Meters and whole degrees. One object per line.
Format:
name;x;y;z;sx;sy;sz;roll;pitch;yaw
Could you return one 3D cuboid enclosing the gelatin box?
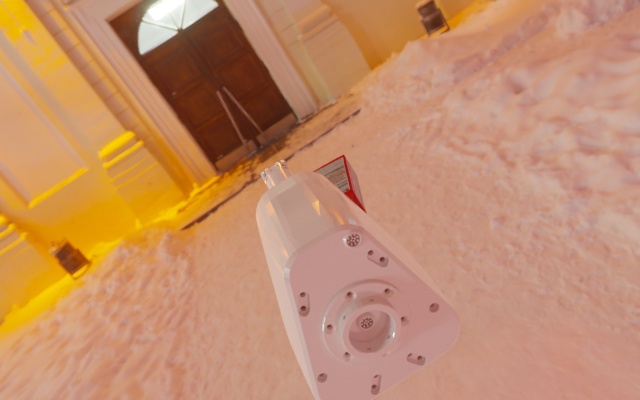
gelatin box;0.000;0.001;0.429;0.073;0.030;0.089;-29;24;11
